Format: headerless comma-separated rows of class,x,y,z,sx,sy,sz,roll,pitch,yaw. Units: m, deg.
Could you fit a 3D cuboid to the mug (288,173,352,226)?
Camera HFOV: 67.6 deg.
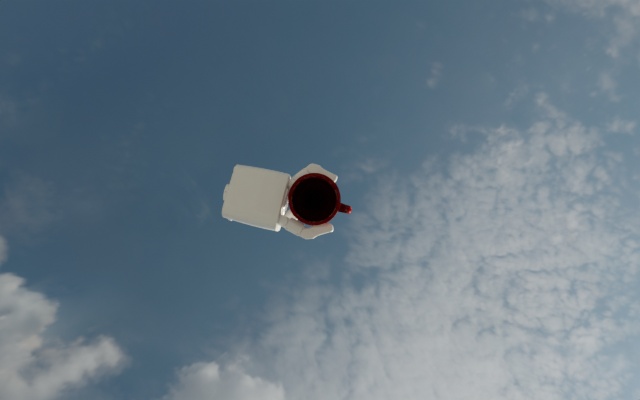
mug,0.002,0.003,0.876,0.117,0.093,0.081,13,-4,0
